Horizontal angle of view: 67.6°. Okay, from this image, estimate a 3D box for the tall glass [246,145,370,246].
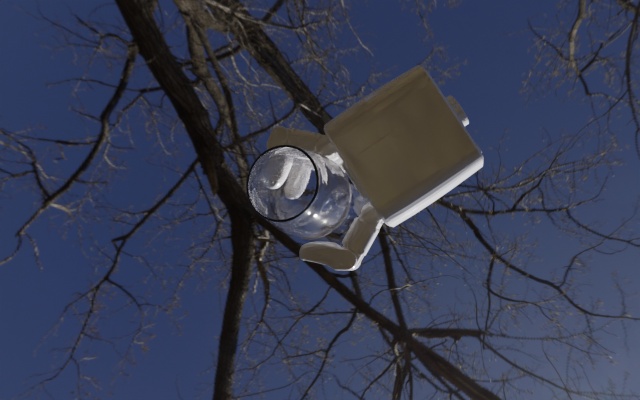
[{"bbox_3d":[0.000,0.002,0.466,0.079,0.079,0.201,0,-9,18],"label":"tall glass"}]
